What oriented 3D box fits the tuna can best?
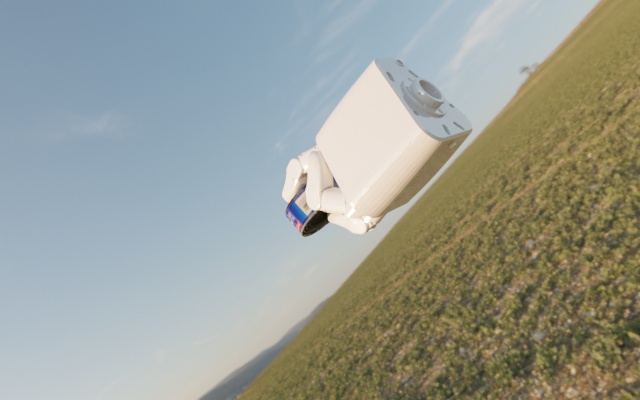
[{"bbox_3d":[0.000,0.001,0.566,0.086,0.033,0.086,-39,-15,-13],"label":"tuna can"}]
